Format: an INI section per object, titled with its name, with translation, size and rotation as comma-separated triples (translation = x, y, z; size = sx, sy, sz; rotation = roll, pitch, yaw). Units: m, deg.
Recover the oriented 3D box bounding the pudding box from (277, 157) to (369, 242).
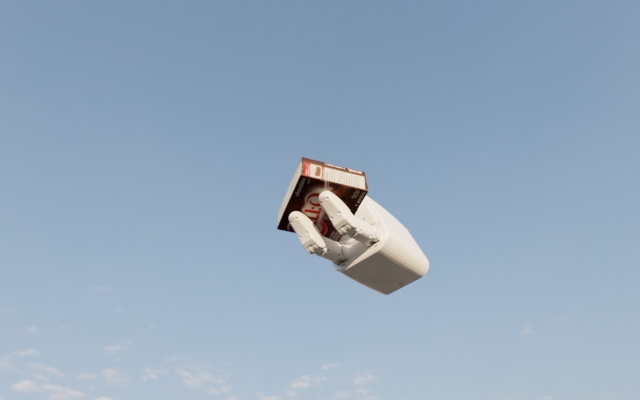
[pudding box]
translation = 0.000, 0.002, 0.627
size = 0.090, 0.039, 0.114
rotation = 12, -46, -14
